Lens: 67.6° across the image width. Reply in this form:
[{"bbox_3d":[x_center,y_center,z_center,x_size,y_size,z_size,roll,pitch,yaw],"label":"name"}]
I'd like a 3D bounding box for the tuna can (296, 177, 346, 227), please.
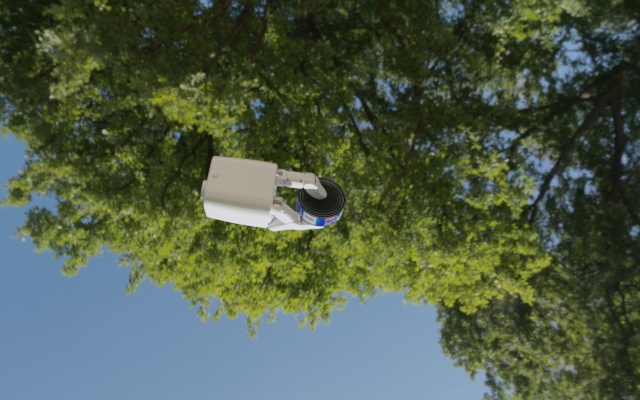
[{"bbox_3d":[0.000,0.003,0.837,0.086,0.086,0.034,0,-34,-10],"label":"tuna can"}]
